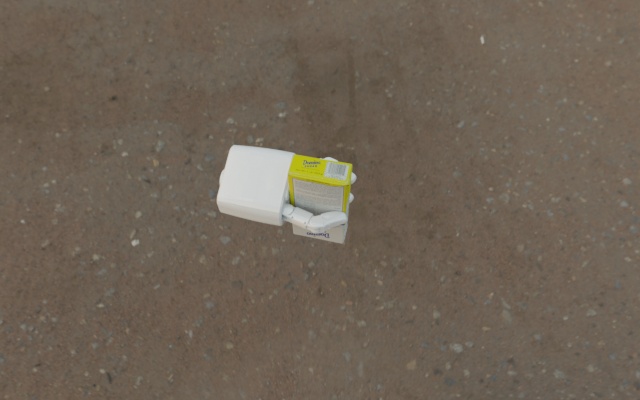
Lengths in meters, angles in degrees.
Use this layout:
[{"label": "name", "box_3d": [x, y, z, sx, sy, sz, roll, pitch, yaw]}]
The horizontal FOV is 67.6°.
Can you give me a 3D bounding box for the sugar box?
[{"label": "sugar box", "box_3d": [0.000, 0.002, 0.774, 0.093, 0.048, 0.176, 11, -31, 7]}]
